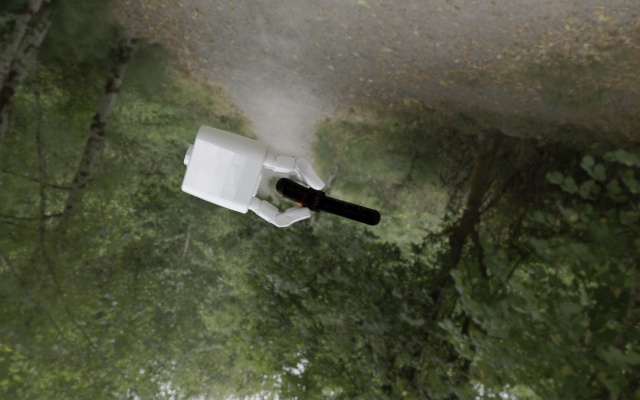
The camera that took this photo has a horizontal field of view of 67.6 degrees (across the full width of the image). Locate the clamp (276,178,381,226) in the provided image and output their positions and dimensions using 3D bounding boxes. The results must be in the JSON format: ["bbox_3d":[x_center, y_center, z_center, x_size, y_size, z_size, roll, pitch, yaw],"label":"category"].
[{"bbox_3d":[0.000,0.003,0.776,0.164,0.036,0.210,20,-3,-9],"label":"clamp"}]
